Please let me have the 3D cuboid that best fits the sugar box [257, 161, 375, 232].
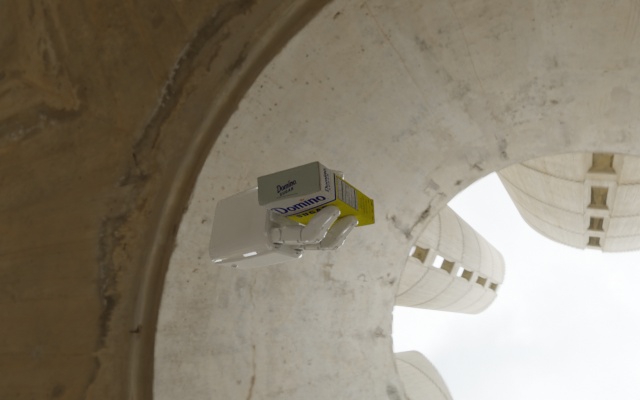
[{"bbox_3d":[0.000,0.003,0.659,0.093,0.048,0.176,-13,-19,26],"label":"sugar box"}]
